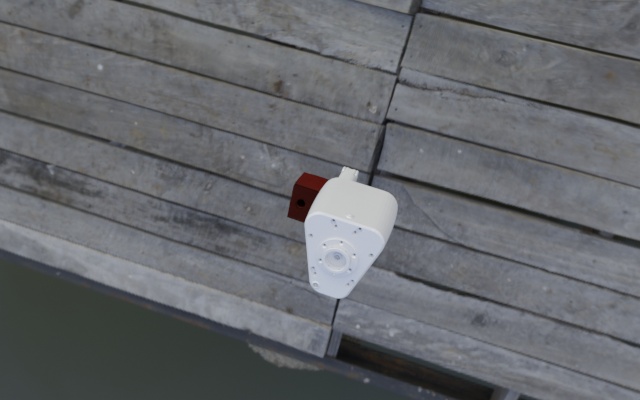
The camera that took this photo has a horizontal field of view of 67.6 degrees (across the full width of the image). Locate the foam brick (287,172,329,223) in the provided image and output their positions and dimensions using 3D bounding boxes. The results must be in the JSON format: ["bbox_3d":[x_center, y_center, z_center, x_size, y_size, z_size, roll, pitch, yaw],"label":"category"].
[{"bbox_3d":[0.000,0.002,0.661,0.078,0.053,0.051,18,26,8],"label":"foam brick"}]
